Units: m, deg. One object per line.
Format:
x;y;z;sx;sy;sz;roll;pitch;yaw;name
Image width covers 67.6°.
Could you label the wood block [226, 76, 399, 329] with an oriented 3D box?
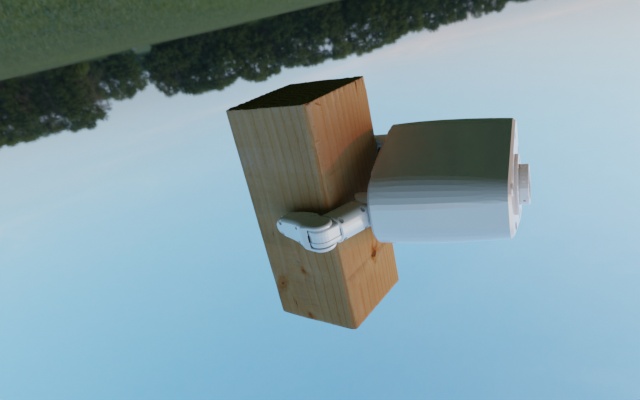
0.000;0.002;0.442;0.090;0.206;0.090;5;28;37;wood block
